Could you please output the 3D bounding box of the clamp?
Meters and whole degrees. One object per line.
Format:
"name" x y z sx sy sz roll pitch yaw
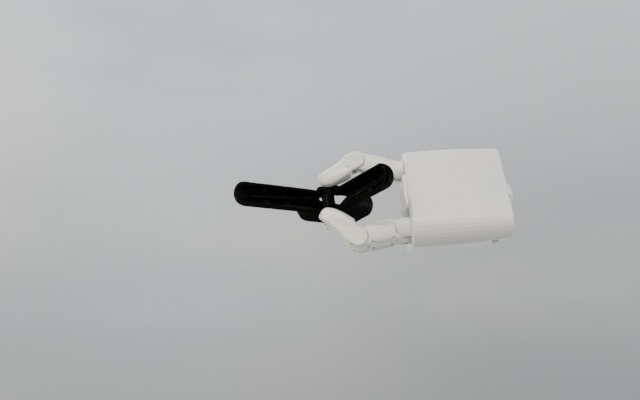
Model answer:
"clamp" 0.000 0.001 0.563 0.164 0.036 0.210 -4 -12 6
